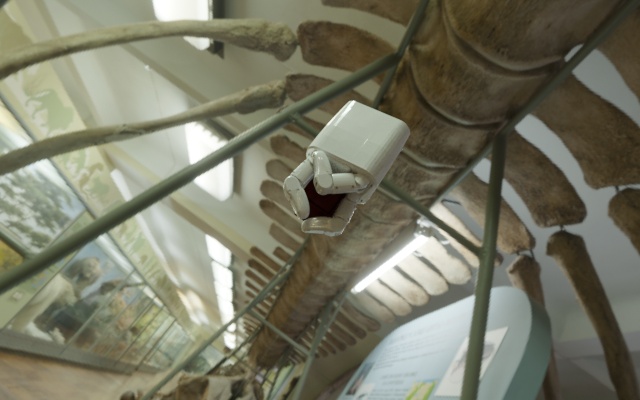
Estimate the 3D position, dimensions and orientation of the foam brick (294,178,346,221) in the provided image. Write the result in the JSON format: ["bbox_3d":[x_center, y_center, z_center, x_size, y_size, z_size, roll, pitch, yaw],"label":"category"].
[{"bbox_3d":[0.000,0.002,0.701,0.053,0.051,0.078,34,-24,5],"label":"foam brick"}]
